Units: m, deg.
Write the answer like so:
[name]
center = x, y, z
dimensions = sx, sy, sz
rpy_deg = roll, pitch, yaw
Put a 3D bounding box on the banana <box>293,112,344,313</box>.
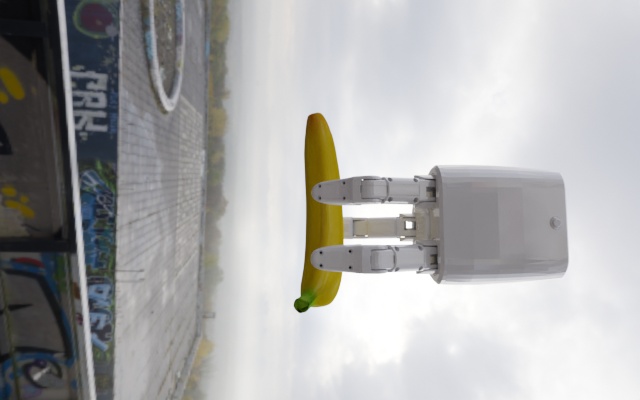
[banana]
center = 0.002, 0.014, 0.436
dimensions = 0.037, 0.197, 0.070
rpy_deg = -2, -30, 5
